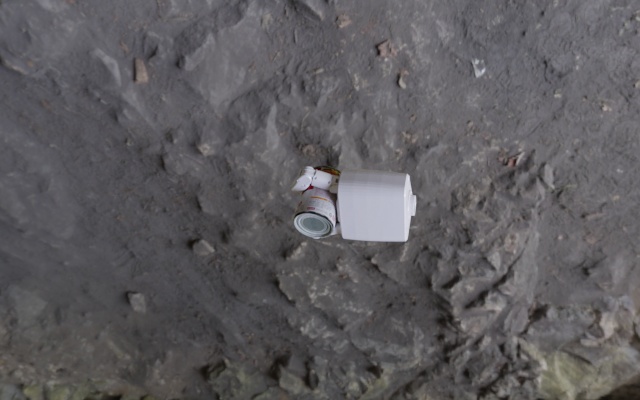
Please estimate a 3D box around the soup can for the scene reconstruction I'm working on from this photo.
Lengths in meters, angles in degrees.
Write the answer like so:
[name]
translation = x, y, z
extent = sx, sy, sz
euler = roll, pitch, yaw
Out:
[soup can]
translation = 0.000, 0.003, 0.783
extent = 0.068, 0.102, 0.069
euler = 10, -38, 8
